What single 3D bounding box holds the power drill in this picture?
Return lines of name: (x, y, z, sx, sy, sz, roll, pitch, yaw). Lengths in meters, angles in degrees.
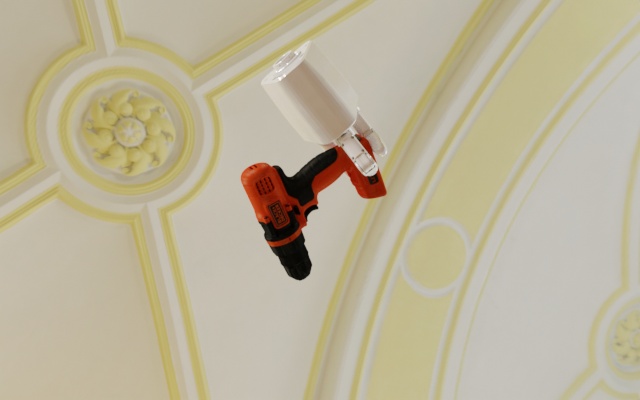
power drill: (0.000, 0.002, 0.677, 0.187, 0.184, 0.057, -30, 27, -17)
